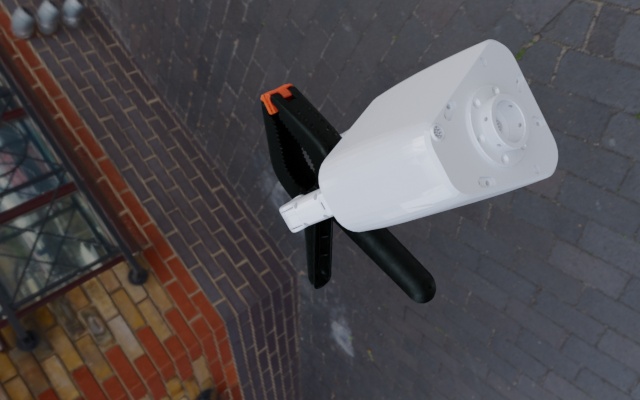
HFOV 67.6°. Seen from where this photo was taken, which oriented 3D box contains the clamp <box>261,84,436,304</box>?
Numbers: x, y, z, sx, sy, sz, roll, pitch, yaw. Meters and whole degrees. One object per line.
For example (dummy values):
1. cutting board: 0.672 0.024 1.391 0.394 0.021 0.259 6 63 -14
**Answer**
1. clamp: -0.001 0.001 0.432 0.036 0.210 0.164 -32 7 -33
